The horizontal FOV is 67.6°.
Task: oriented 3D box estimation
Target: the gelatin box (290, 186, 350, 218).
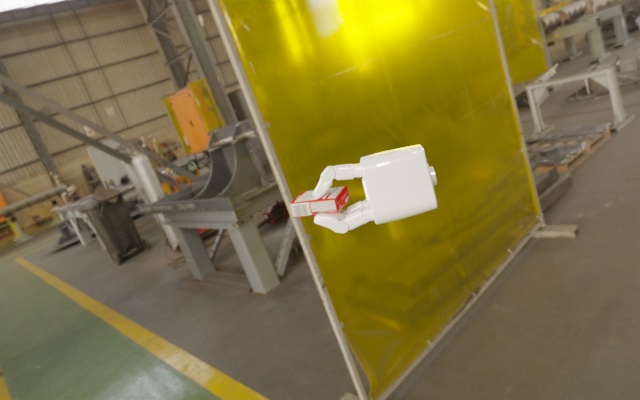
[{"bbox_3d":[0.000,0.002,0.848,0.089,0.030,0.073,-6,16,20],"label":"gelatin box"}]
